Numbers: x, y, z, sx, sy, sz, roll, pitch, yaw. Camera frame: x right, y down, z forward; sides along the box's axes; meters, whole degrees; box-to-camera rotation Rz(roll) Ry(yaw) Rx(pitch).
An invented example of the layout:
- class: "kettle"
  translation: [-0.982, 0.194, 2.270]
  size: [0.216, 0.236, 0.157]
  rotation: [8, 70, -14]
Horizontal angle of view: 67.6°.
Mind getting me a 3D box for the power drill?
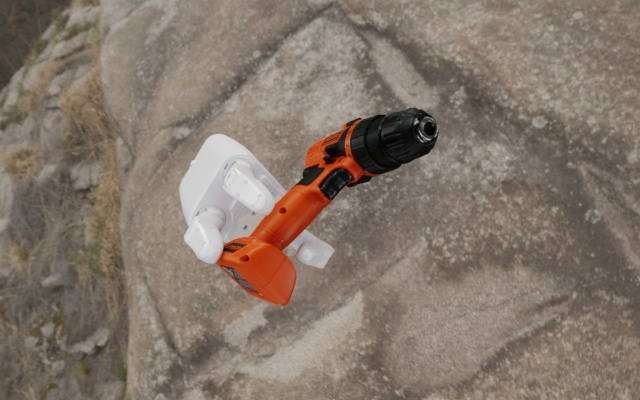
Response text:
- class: "power drill"
  translation: [0.000, 0.002, 0.414]
  size: [0.187, 0.057, 0.184]
  rotation: [-48, 14, -22]
